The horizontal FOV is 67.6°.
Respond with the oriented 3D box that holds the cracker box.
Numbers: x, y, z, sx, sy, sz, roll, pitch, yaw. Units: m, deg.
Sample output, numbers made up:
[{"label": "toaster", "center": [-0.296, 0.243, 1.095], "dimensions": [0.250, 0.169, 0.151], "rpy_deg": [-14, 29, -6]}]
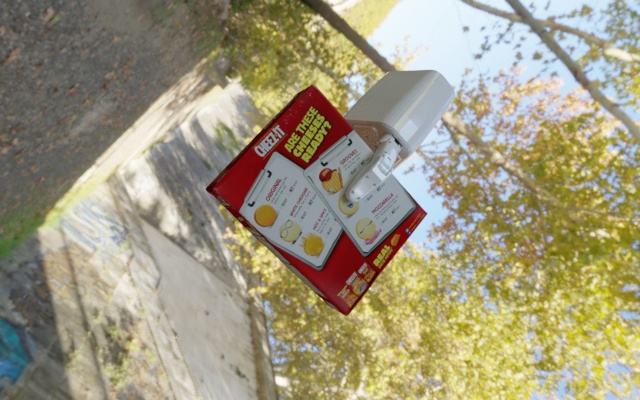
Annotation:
[{"label": "cracker box", "center": [0.000, 0.002, 0.564], "dimensions": [0.214, 0.164, 0.072], "rpy_deg": [46, -16, -16]}]
